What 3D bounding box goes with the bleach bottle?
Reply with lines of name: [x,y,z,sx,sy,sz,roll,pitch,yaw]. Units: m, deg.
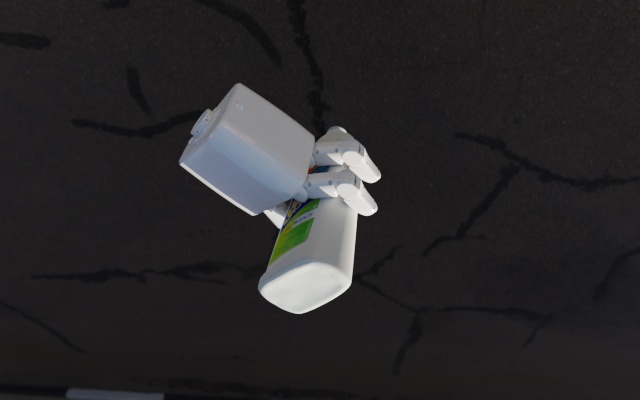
bleach bottle: [0.000,0.002,0.568,0.068,0.250,0.102,36,-50,-24]
